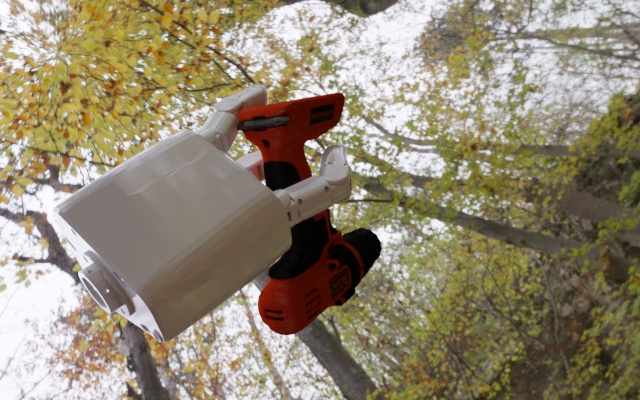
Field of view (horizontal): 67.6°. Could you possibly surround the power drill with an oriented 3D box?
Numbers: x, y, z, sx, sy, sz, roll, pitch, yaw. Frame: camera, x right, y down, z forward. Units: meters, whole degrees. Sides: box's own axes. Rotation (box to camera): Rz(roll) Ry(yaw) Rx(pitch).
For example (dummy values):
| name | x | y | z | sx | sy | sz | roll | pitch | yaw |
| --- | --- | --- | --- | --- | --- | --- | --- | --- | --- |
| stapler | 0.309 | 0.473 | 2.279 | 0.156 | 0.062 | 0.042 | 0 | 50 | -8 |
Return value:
| name | x | y | z | sx | sy | sz | roll | pitch | yaw |
| --- | --- | --- | --- | --- | --- | --- | --- | --- | --- |
| power drill | 0.000 | 0.001 | 0.430 | 0.057 | 0.188 | 0.184 | -4 | 13 | 30 |
